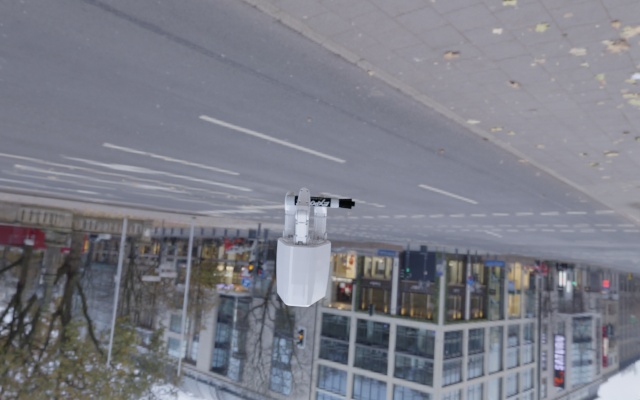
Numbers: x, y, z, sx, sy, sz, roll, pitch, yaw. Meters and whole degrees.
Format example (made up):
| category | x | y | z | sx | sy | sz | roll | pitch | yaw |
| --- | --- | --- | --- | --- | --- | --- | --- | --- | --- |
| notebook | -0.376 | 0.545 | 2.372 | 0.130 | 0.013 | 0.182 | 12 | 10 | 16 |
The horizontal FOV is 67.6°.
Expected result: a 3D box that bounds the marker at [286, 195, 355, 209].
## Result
| category | x | y | z | sx | sy | sz | roll | pitch | yaw |
| --- | --- | --- | --- | --- | --- | --- | --- | --- | --- |
| marker | 0.000 | 0.003 | 0.839 | 0.121 | 0.020 | 0.020 | 3 | 0 | 3 |
